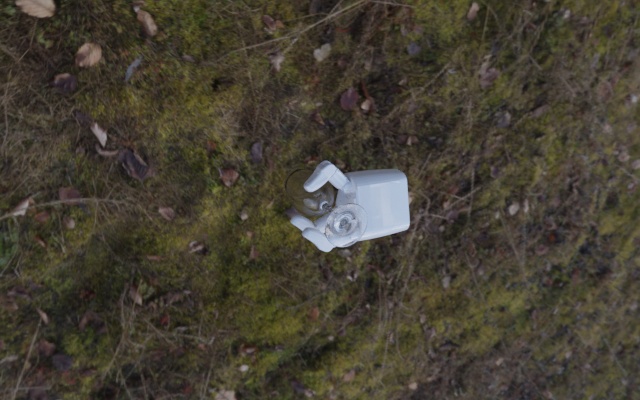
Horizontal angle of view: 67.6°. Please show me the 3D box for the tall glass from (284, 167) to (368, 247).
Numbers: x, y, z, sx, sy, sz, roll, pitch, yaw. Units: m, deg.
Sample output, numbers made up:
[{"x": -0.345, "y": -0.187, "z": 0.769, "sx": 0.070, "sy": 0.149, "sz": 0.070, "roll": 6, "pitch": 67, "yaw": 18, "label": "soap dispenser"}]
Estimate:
[{"x": 0.000, "y": 0.003, "z": 0.818, "sx": 0.079, "sy": 0.079, "sz": 0.201, "roll": 0, "pitch": 21, "yaw": -27, "label": "tall glass"}]
